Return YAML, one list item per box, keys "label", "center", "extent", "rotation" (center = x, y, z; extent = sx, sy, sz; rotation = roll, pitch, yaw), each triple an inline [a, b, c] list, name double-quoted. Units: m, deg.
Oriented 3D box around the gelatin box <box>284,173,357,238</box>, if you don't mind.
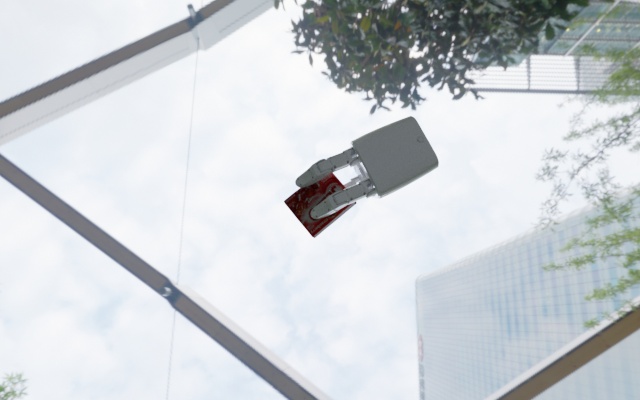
- label: "gelatin box"
  center: [0.000, 0.003, 0.738]
  extent: [0.089, 0.073, 0.030]
  rotation: [-40, -12, -1]
